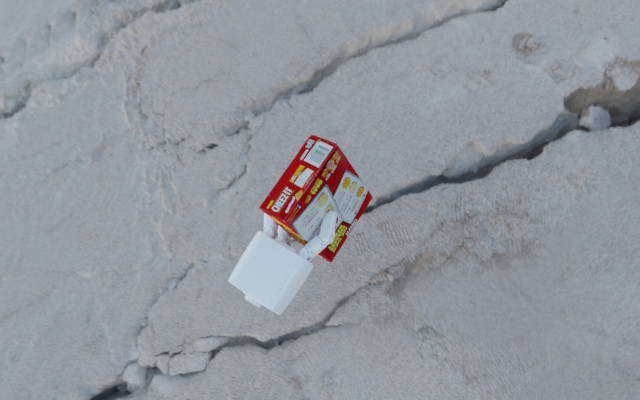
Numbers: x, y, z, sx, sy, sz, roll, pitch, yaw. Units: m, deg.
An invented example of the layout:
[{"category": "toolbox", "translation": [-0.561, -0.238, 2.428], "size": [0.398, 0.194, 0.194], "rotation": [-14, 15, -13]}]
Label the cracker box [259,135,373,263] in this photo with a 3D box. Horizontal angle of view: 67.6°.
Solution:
[{"category": "cracker box", "translation": [0.000, 0.003, 0.896], "size": [0.072, 0.164, 0.214], "rotation": [28, -11, 32]}]
